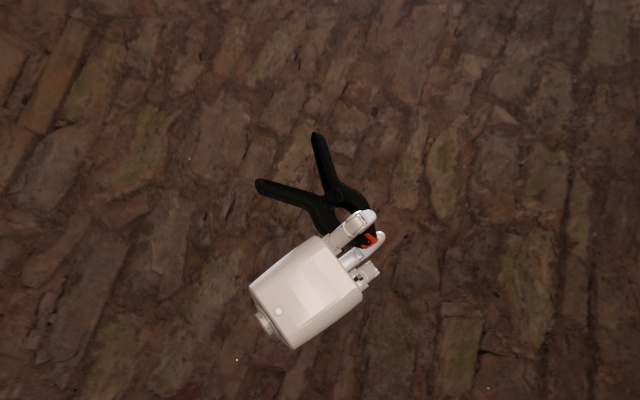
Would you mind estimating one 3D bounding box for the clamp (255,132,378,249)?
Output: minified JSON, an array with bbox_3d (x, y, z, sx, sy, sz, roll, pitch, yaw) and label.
[{"bbox_3d":[0.000,0.002,0.623,0.120,0.171,0.039,-35,-9,-17],"label":"clamp"}]
